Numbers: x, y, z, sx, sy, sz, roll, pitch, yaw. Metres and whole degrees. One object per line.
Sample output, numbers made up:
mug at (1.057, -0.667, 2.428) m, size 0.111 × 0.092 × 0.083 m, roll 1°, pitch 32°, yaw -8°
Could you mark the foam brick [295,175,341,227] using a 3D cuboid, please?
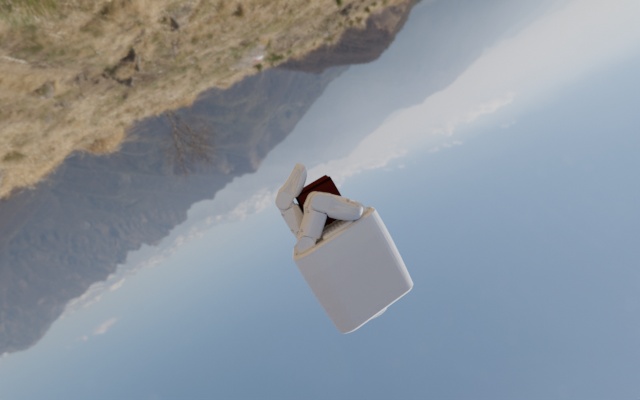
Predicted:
foam brick at (0.000, 0.002, 0.617) m, size 0.053 × 0.051 × 0.078 m, roll -30°, pitch 6°, yaw 0°
